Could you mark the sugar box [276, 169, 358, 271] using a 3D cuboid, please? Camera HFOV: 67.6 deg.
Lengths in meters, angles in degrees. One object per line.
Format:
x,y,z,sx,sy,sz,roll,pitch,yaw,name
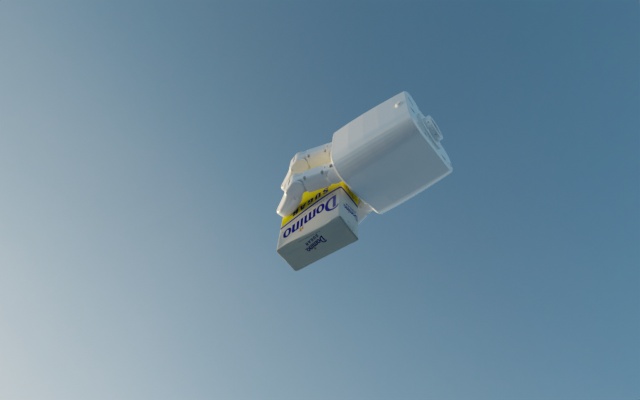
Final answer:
0.000,0.001,0.613,0.093,0.048,0.176,-30,25,21,sugar box
